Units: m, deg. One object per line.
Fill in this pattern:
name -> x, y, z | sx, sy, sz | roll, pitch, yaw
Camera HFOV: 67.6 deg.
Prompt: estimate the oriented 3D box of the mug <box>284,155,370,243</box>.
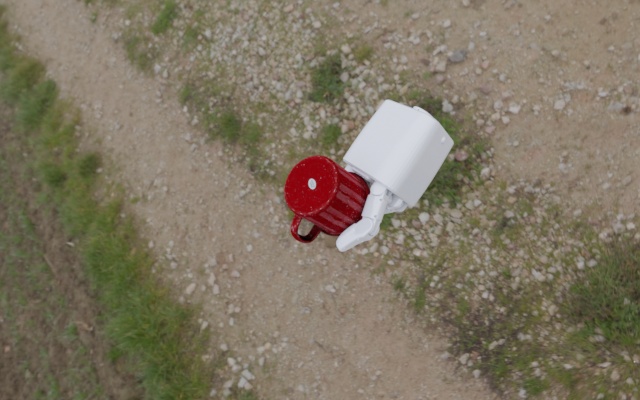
mug -> -0.001, 0.003, 0.620 | 0.093, 0.117, 0.081 | 36, 3, 36
